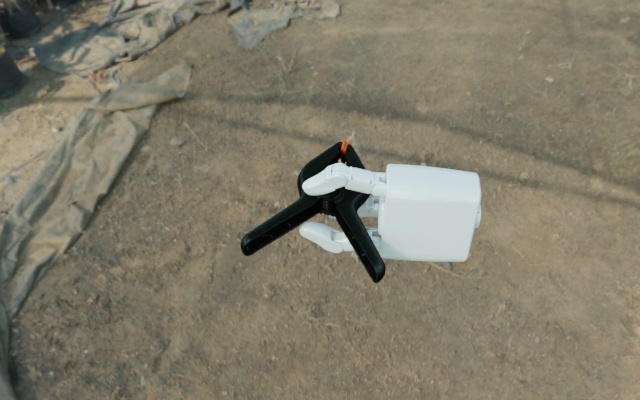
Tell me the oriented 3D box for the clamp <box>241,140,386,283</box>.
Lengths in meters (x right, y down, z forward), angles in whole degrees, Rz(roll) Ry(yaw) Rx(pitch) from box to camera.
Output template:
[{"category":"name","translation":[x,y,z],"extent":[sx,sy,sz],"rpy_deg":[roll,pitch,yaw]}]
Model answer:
[{"category":"clamp","translation":[0.000,0.001,0.588],"extent":[0.164,0.209,0.036],"rpy_deg":[6,-42,3]}]
